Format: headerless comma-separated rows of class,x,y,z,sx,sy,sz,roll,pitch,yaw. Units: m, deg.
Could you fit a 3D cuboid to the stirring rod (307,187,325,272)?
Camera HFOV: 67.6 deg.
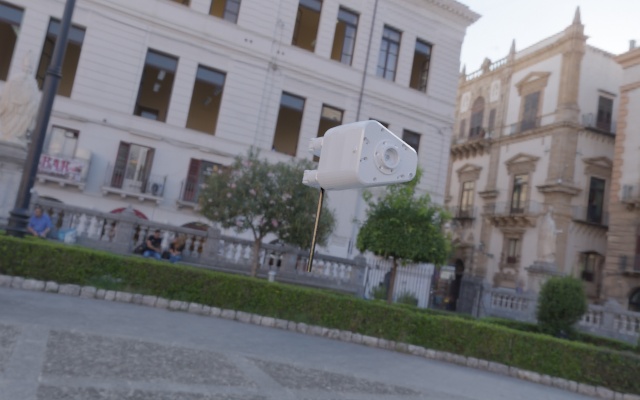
stirring rod,0.000,0.003,0.820,0.011,0.239,0.011,9,-6,1
